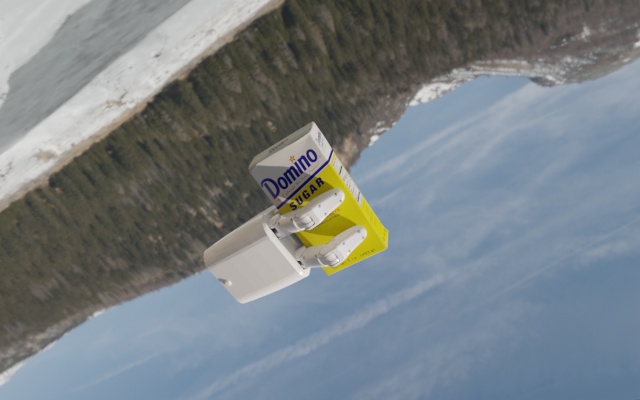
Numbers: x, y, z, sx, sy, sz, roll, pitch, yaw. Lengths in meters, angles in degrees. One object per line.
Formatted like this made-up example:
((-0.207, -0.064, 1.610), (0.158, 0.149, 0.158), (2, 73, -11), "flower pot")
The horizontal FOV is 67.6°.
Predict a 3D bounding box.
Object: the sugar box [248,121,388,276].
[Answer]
((0.000, 0.002, 0.587), (0.093, 0.176, 0.048), (-29, 22, 21), "sugar box")
